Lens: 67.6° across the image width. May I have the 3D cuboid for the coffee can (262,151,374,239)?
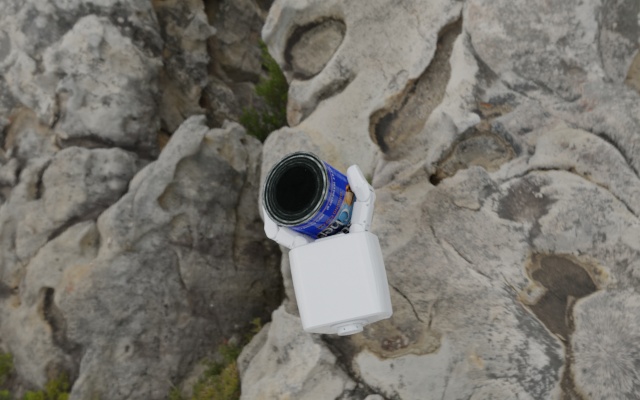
[{"bbox_3d":[0.000,0.002,0.669,0.103,0.102,0.140,0,-15,31],"label":"coffee can"}]
